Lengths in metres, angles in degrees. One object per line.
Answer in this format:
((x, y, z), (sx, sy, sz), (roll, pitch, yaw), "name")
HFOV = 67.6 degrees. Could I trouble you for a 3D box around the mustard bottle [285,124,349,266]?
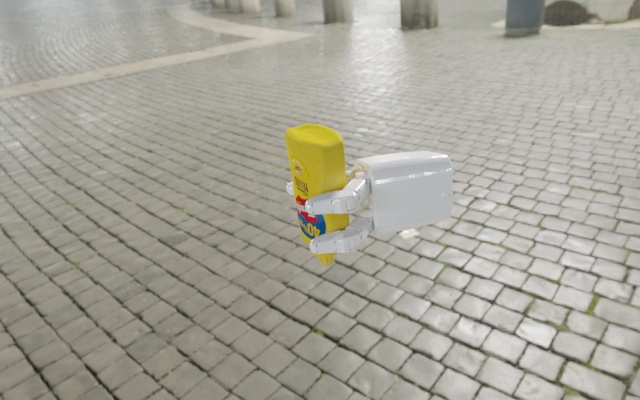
((0.000, 0.002, 0.624), (0.058, 0.192, 0.096), (-21, 31, -26), "mustard bottle")
